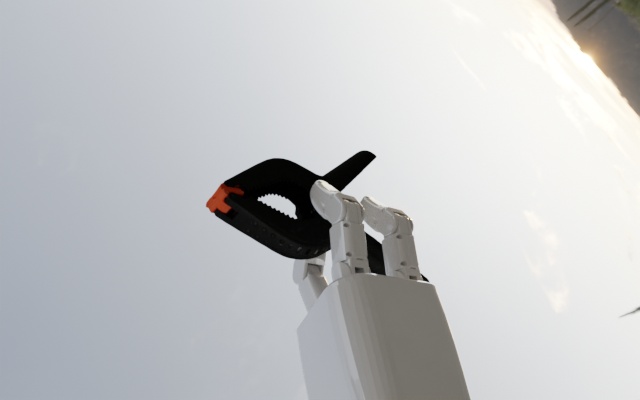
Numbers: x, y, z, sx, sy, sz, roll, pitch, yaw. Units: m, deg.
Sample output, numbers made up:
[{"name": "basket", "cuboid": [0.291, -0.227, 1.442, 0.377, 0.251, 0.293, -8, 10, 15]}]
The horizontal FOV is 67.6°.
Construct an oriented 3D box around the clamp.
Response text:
[{"name": "clamp", "cuboid": [-0.001, 0.002, 0.427, 0.210, 0.164, 0.036, 14, -43, -34]}]
